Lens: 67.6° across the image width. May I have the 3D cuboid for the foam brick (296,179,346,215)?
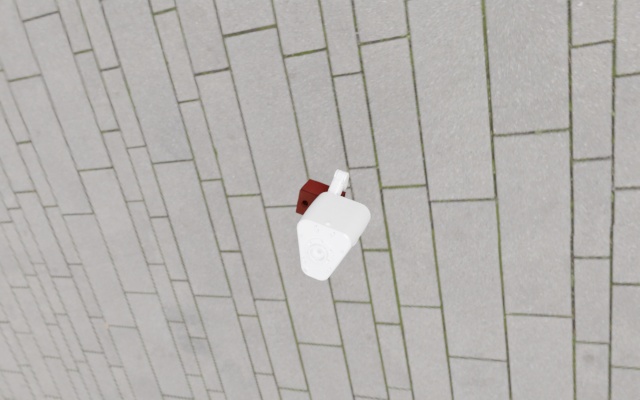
[{"bbox_3d":[0.000,0.003,0.888,0.078,0.053,0.051,20,32,13],"label":"foam brick"}]
